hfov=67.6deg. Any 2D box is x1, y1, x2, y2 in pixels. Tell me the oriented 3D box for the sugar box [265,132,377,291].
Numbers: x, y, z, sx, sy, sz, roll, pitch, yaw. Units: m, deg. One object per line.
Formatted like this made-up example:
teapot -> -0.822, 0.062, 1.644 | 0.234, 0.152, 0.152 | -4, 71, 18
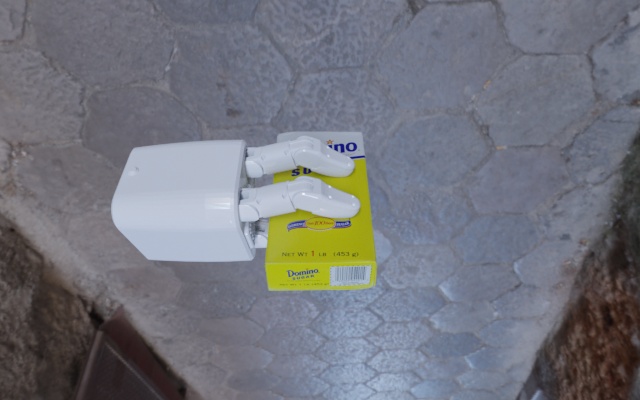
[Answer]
sugar box -> 0.000, 0.001, 0.455 | 0.093, 0.176, 0.048 | -1, -43, -1
